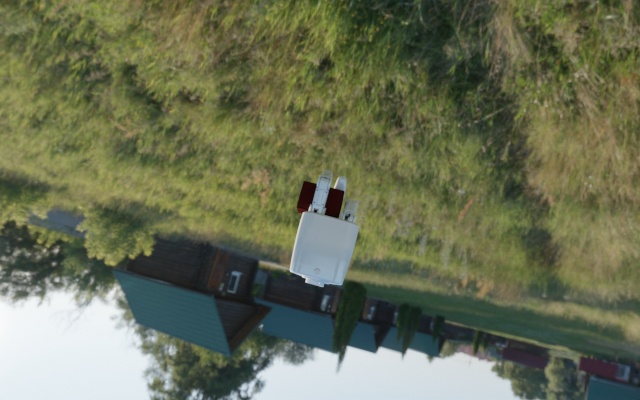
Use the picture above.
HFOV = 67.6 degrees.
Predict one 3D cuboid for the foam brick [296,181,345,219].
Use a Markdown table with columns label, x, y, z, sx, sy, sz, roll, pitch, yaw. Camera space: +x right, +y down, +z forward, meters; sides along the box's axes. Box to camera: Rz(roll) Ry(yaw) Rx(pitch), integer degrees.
| label | x | y | z | sx | sy | sz | roll | pitch | yaw |
| --- | --- | --- | --- | --- | --- | --- | --- | --- | --- |
| foam brick | 0.000 | 0.003 | 0.857 | 0.078 | 0.051 | 0.053 | 15 | -11 | 4 |
